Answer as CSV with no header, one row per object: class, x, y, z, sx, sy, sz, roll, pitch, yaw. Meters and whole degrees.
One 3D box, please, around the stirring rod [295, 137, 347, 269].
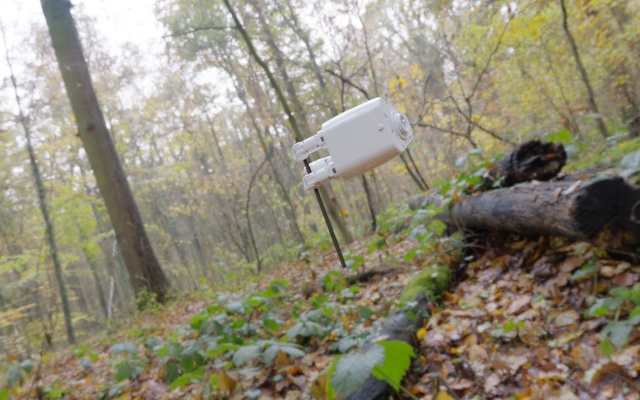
stirring rod,0.000,0.003,0.825,0.011,0.239,0.011,-20,-5,-2
